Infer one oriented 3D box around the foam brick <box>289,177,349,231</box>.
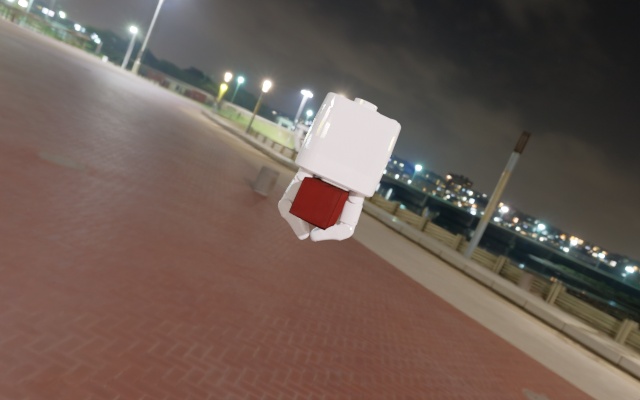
[{"bbox_3d":[0.000,0.002,0.618,0.053,0.051,0.078,26,6,9],"label":"foam brick"}]
